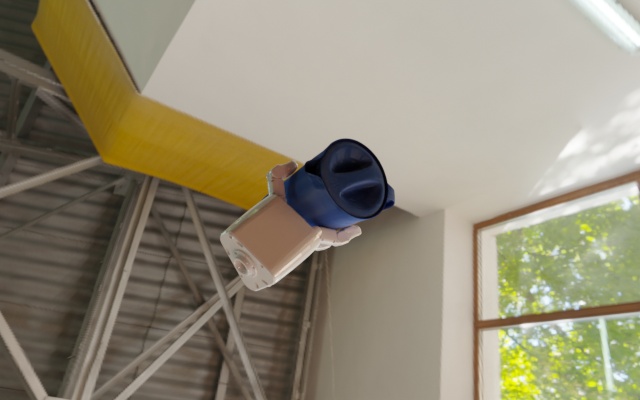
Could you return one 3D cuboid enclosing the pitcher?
[{"bbox_3d":[0.000,0.003,0.830,0.145,0.149,0.243,-40,8,-39],"label":"pitcher"}]
